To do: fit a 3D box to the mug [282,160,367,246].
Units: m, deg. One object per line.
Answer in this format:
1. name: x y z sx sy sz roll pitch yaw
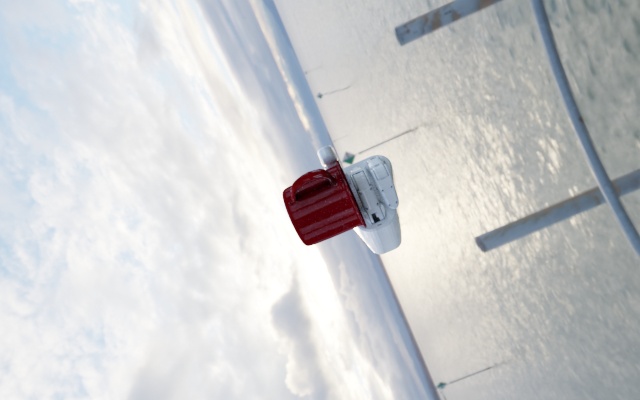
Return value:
1. mug: 0.000 0.001 0.596 0.081 0.093 0.117 -24 -32 5
